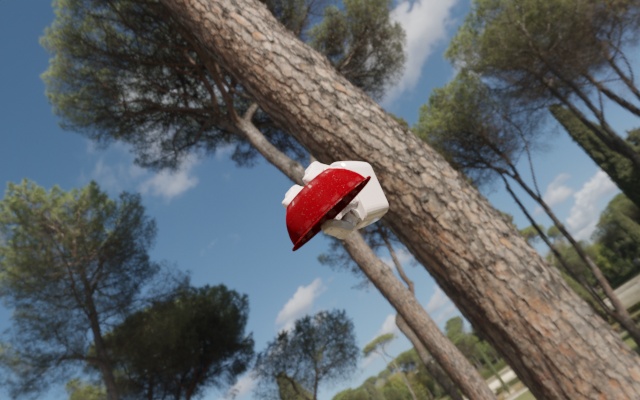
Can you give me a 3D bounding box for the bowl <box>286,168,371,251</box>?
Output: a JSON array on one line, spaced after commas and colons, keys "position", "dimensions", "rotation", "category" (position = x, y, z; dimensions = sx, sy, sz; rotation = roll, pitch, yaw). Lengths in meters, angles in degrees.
[{"position": [-0.001, 0.002, 0.715], "dimensions": [0.162, 0.055, 0.162], "rotation": [-43, -6, -6], "category": "bowl"}]
